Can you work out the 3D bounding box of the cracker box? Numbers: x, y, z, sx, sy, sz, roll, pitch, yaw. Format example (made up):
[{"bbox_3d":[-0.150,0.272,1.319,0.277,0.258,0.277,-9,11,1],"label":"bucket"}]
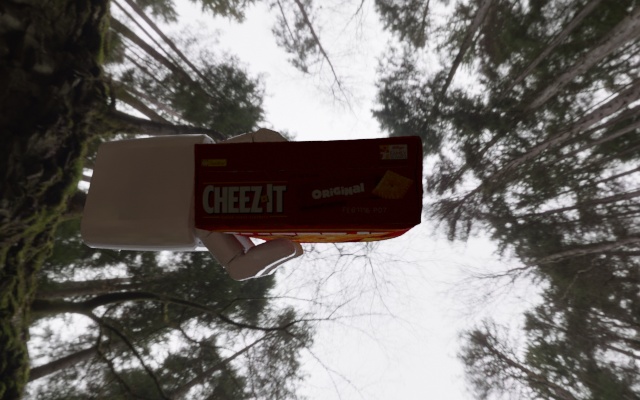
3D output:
[{"bbox_3d":[0.000,0.001,0.436,0.164,0.072,0.214,-2,-6,6],"label":"cracker box"}]
